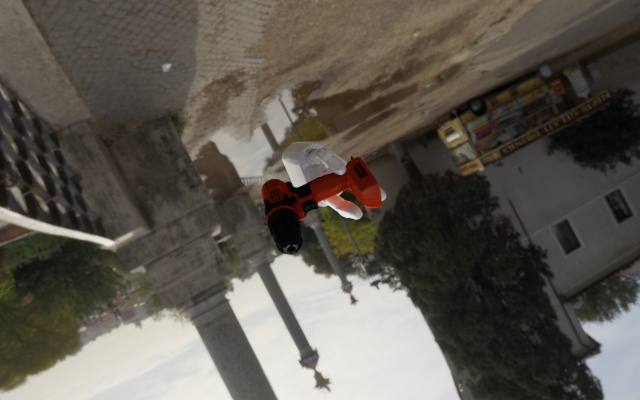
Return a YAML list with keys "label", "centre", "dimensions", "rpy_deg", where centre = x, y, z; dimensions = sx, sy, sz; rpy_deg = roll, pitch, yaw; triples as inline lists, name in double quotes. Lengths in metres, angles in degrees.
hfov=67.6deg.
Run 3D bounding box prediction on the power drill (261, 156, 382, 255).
- label: "power drill"
  centre: [0.001, 0.002, 0.777]
  dimensions: [0.187, 0.057, 0.184]
  rpy_deg: [-17, 37, -5]
